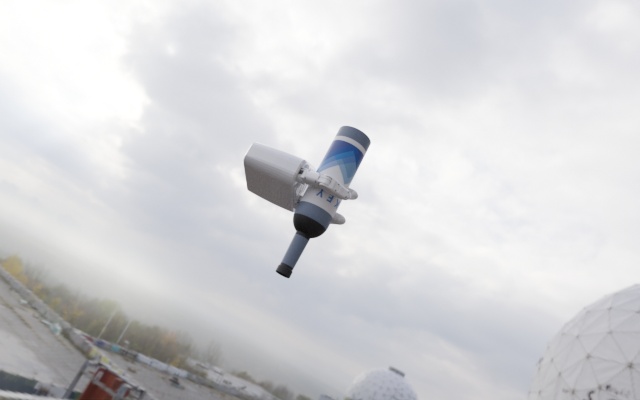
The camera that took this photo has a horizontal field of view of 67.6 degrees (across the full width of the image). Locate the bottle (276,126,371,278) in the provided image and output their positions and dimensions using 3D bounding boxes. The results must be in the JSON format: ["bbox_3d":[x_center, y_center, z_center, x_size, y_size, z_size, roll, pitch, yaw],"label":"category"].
[{"bbox_3d":[0.000,0.003,0.858,0.069,0.295,0.069,25,-17,8],"label":"bottle"}]
